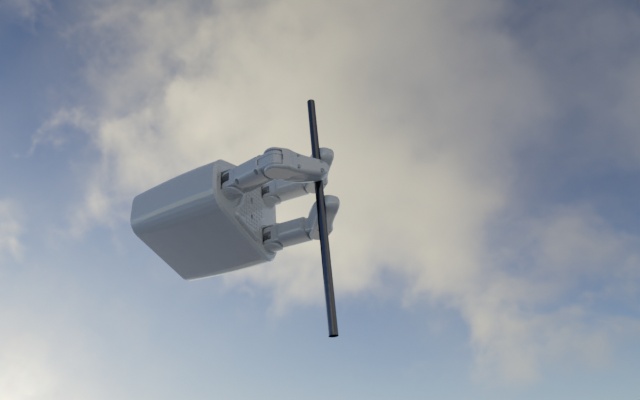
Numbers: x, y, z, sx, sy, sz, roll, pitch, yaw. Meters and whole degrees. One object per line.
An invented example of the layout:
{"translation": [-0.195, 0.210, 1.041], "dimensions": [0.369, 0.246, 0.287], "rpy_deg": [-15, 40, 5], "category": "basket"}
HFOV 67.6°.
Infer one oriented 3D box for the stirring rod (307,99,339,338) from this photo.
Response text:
{"translation": [0.000, 0.001, 0.427], "dimensions": [0.011, 0.239, 0.011], "rpy_deg": [-4, -31, -2], "category": "stirring rod"}
